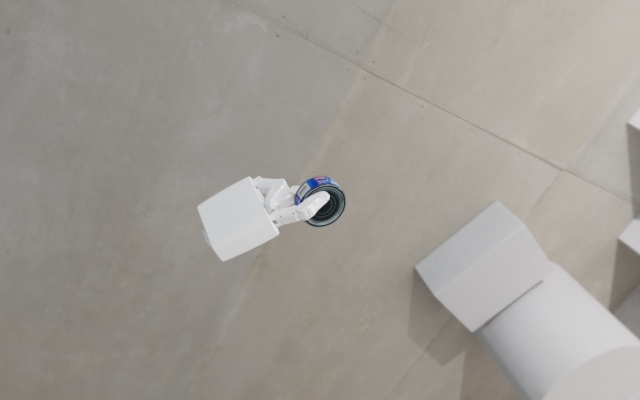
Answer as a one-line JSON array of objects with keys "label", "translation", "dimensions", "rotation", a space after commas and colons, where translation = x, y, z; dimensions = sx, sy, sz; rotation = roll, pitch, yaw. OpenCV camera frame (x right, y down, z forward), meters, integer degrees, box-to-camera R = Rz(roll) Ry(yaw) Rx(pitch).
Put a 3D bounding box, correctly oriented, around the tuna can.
[{"label": "tuna can", "translation": [0.000, 0.003, 0.816], "dimensions": [0.086, 0.086, 0.033], "rotation": [0, 28, -23]}]
